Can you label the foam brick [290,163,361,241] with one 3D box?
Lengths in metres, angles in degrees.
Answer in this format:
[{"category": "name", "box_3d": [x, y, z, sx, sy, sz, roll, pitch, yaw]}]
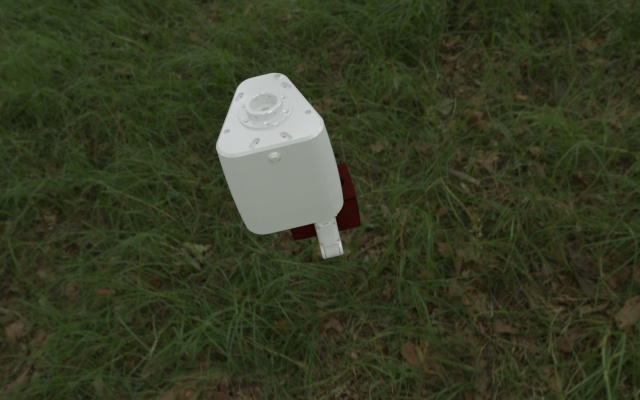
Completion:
[{"category": "foam brick", "box_3d": [0.000, 0.002, 0.516, 0.078, 0.053, 0.051, -13, -41, 0]}]
